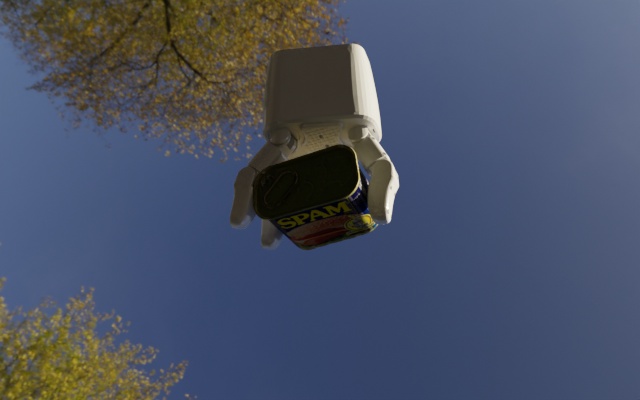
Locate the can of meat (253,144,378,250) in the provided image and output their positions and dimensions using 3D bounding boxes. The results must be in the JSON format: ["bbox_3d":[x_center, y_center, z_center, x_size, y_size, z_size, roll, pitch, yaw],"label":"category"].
[{"bbox_3d":[0.000,0.002,0.458,0.102,0.057,0.084,-16,-32,16],"label":"can of meat"}]
